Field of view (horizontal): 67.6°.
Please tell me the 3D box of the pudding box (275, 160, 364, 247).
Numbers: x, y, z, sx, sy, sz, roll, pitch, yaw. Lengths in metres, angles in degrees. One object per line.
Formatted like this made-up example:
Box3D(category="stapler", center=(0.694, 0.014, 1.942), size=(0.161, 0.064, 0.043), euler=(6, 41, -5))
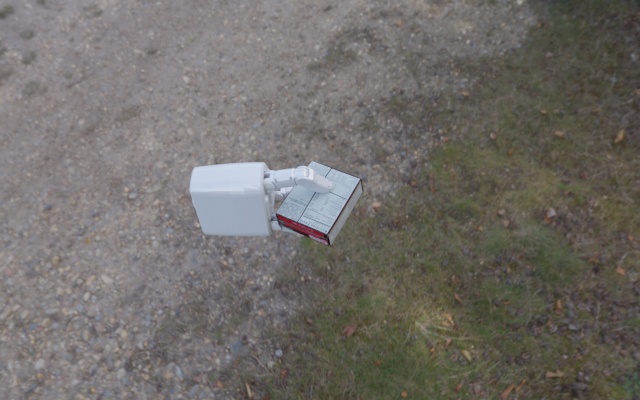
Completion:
Box3D(category="pudding box", center=(0.000, 0.002, 0.709), size=(0.090, 0.113, 0.039), euler=(22, -26, 20))
